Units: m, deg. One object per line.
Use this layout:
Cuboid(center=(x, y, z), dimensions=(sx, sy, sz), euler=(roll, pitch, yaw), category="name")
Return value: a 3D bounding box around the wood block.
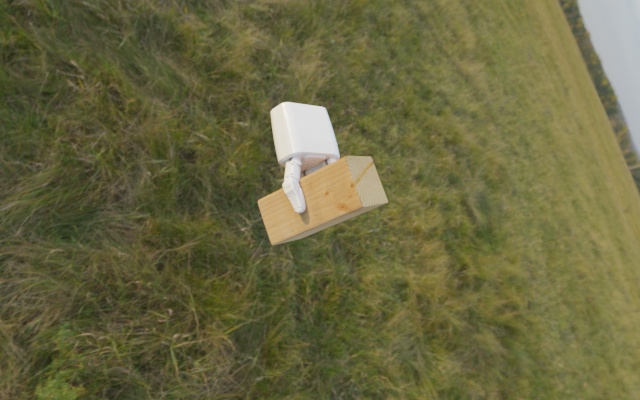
Cuboid(center=(0.000, 0.002, 0.849), dimensions=(0.206, 0.090, 0.091), euler=(-25, -10, 34), category="wood block")
